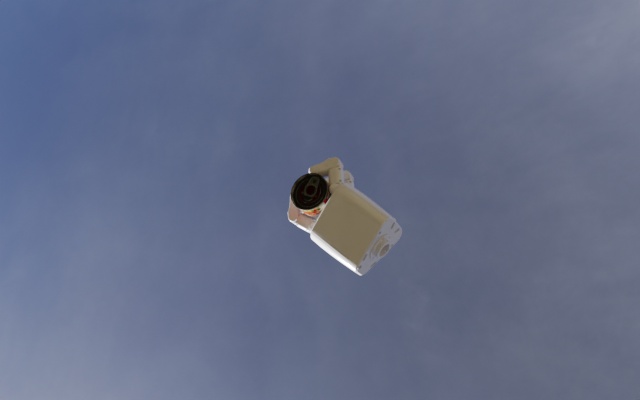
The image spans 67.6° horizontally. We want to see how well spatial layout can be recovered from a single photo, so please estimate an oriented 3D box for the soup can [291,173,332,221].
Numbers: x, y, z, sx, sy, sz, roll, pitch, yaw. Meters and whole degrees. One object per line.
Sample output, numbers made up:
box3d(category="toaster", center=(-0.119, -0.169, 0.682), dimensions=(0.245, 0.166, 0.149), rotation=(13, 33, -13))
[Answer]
box3d(category="soup can", center=(0.000, 0.003, 0.838), dimensions=(0.068, 0.068, 0.102), rotation=(0, -21, 25))
